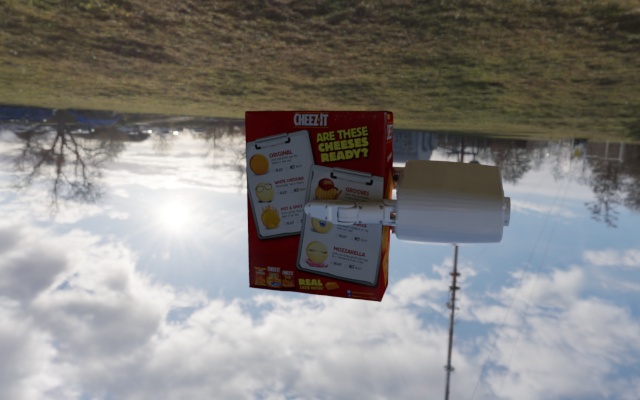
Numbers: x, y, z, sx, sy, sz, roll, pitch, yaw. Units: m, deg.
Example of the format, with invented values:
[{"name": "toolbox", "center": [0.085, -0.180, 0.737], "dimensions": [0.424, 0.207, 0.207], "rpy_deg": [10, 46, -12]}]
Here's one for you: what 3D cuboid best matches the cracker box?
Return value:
[{"name": "cracker box", "center": [0.000, 0.002, 0.567], "dimensions": [0.164, 0.214, 0.072], "rpy_deg": [3, 11, 15]}]
